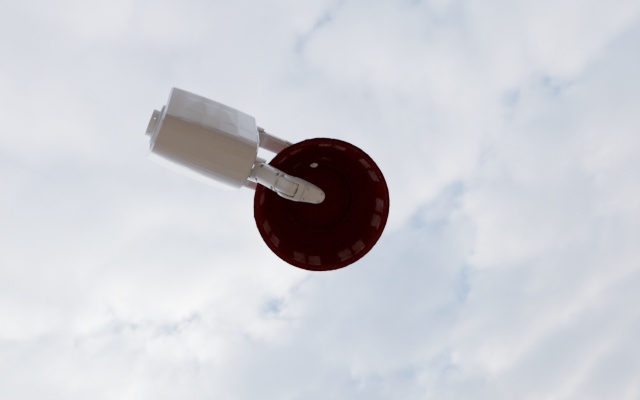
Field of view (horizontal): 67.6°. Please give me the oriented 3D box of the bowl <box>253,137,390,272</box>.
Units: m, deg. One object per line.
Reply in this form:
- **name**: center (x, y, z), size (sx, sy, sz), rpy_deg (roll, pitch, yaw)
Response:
- **bowl**: center (0.001, 0.003, 0.583), size (0.162, 0.162, 0.055), rpy_deg (0, 12, -5)
